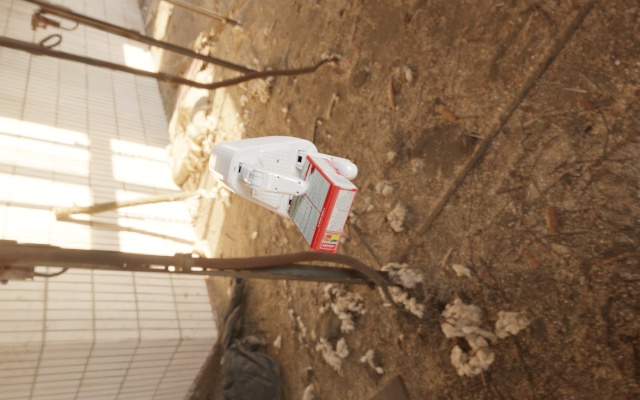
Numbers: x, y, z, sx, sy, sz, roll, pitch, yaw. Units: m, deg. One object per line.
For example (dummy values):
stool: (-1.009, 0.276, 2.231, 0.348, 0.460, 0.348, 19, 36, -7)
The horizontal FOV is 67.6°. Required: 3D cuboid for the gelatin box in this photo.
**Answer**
gelatin box: (0.000, 0.002, 0.501, 0.030, 0.073, 0.089, 9, 21, -25)
